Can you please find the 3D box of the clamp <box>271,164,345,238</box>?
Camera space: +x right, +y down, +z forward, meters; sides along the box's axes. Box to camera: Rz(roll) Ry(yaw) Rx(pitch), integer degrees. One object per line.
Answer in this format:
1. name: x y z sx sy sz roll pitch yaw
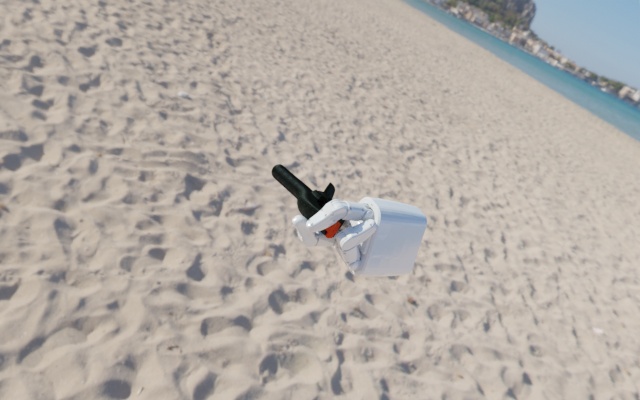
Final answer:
1. clamp: 0.000 0.002 0.756 0.120 0.039 0.171 8 31 -35
